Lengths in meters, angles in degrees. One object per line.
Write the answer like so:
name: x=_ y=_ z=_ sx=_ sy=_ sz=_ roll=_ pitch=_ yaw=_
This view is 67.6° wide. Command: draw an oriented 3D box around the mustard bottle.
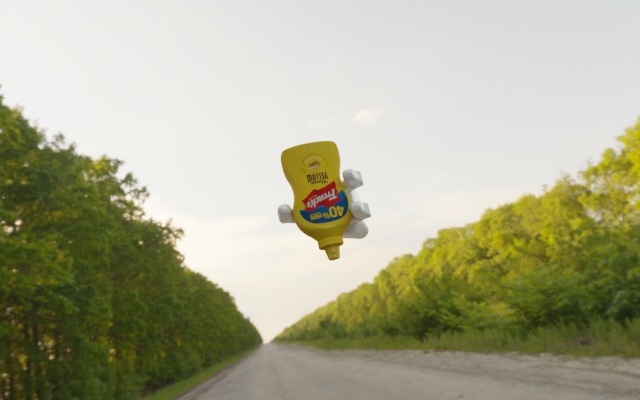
mustard bottle: x=0.000 y=0.002 z=0.768 sx=0.096 sy=0.191 sz=0.058 roll=-11 pitch=-16 yaw=-10
